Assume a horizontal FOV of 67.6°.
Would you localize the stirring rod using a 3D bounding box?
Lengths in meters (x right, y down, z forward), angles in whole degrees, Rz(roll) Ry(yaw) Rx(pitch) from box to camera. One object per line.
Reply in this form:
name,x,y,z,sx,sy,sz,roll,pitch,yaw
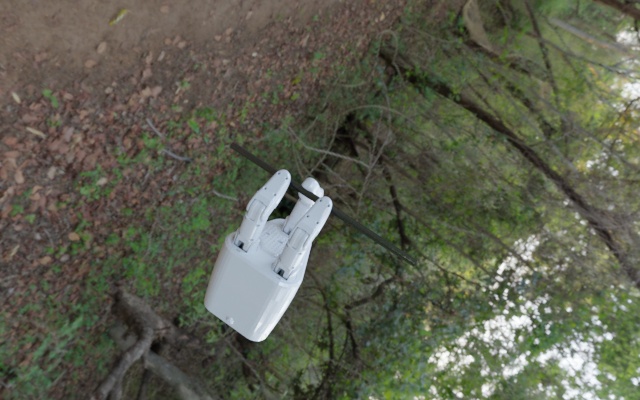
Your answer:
stirring rod,0.000,0.002,0.521,0.239,0.011,0.011,33,6,9
